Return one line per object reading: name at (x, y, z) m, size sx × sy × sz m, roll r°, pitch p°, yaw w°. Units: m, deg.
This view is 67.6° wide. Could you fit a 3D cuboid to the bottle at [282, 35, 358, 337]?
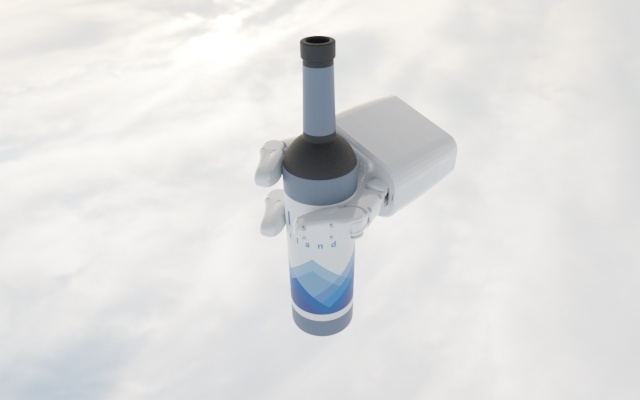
bottle at (0.000, 0.002, 0.441) m, size 0.069 × 0.296 × 0.069 m, roll -1°, pitch 34°, yaw 0°
